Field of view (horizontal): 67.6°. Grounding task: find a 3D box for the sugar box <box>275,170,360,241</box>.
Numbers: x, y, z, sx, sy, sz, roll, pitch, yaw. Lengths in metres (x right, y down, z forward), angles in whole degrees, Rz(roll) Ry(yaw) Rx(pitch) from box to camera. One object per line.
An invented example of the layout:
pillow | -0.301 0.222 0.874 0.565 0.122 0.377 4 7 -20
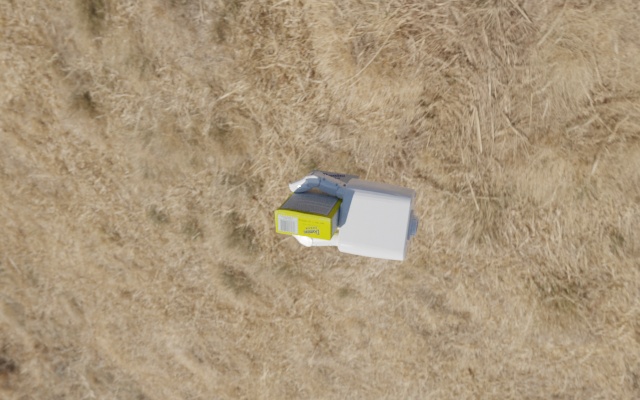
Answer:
sugar box | 0.000 0.003 0.801 0.093 0.048 0.176 9 25 17
